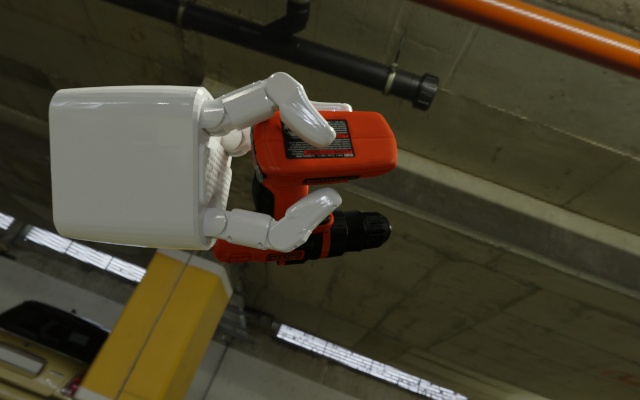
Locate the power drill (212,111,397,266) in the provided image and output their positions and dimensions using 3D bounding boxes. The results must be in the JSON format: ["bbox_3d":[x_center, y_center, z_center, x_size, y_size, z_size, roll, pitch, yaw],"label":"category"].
[{"bbox_3d":[0.000,0.001,0.421,0.184,0.057,0.188,-4,-30,-17],"label":"power drill"}]
